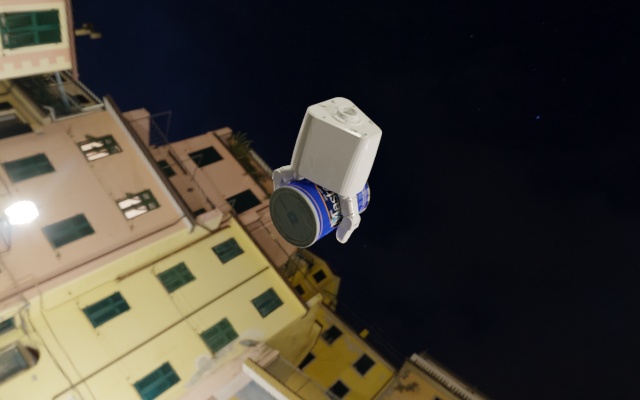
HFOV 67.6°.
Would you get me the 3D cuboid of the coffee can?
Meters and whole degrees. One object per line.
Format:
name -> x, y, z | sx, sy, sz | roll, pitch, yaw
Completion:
coffee can -> 0.000, 0.003, 0.791 | 0.103, 0.103, 0.140 | 0, 21, 43
